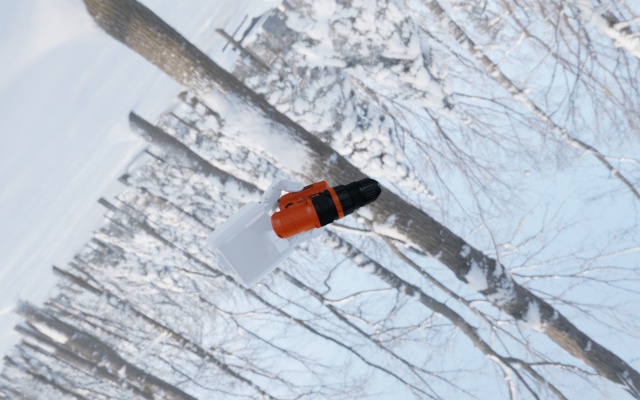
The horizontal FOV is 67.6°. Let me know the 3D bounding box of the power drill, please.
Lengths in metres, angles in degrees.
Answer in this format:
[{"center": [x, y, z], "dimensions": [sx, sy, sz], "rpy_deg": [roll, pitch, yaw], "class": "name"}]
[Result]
[{"center": [0.000, 0.003, 0.823], "dimensions": [0.184, 0.057, 0.187], "rpy_deg": [-20, 6, -6], "class": "power drill"}]
